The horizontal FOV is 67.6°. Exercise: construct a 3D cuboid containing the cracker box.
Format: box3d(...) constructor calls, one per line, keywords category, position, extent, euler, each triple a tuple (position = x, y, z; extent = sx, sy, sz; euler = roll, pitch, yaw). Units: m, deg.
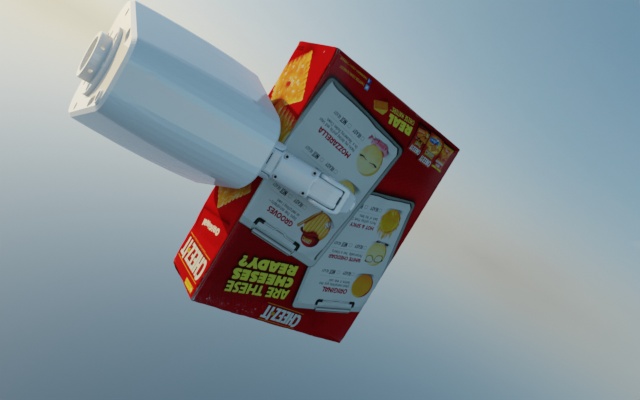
box3d(category="cracker box", position=(0.000, 0.001, 0.415), extent=(0.164, 0.214, 0.072), euler=(28, 5, -36))
